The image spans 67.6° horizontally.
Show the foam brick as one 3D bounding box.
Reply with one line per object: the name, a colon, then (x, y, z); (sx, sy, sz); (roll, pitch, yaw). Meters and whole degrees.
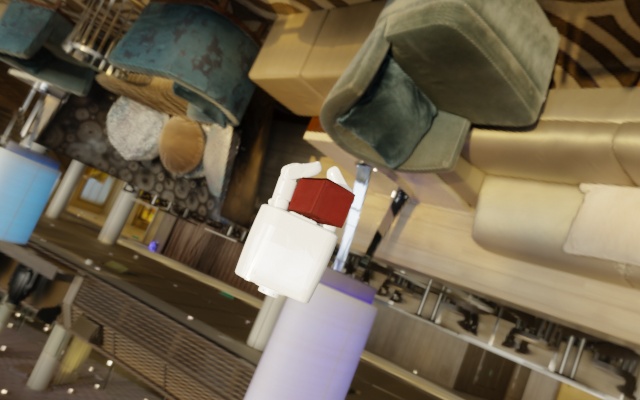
foam brick: (0.000, 0.002, 0.654); (0.053, 0.051, 0.078); (28, -10, -27)
